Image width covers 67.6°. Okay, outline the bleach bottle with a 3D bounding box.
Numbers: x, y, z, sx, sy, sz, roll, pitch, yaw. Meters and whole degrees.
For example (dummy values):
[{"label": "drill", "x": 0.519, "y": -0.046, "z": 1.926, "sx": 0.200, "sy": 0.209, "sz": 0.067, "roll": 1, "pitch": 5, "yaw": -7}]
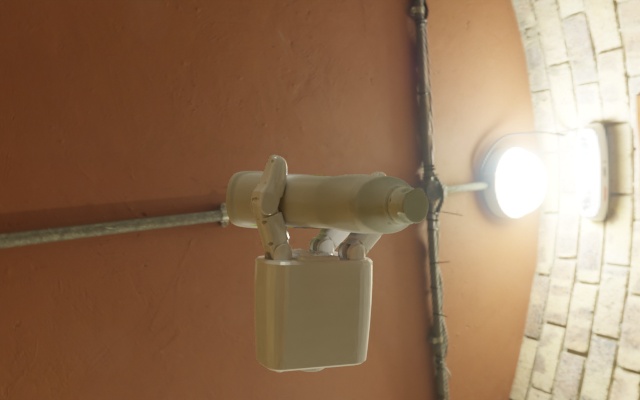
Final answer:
[{"label": "bleach bottle", "x": 0.000, "y": 0.002, "z": 0.482, "sx": 0.102, "sy": 0.068, "sz": 0.251, "roll": 2, "pitch": 0, "yaw": -34}]
